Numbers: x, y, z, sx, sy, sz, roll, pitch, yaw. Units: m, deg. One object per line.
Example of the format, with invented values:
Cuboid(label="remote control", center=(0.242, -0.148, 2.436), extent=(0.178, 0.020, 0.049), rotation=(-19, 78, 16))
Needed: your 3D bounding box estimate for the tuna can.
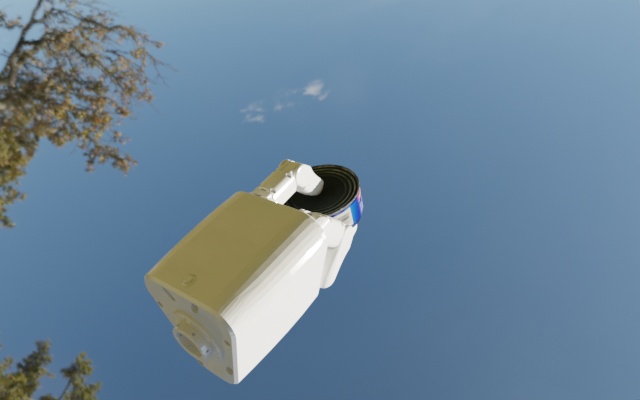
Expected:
Cuboid(label="tuna can", center=(0.000, 0.002, 0.487), extent=(0.086, 0.034, 0.086), rotation=(-9, 38, 7))
